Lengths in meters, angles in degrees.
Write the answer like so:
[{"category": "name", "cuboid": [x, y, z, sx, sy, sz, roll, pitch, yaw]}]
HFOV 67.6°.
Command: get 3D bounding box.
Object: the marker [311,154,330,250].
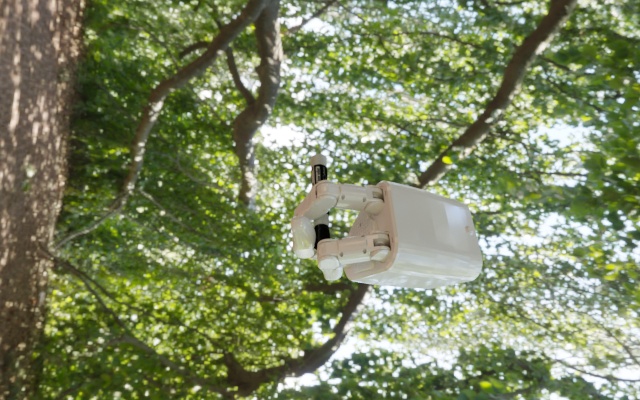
[{"category": "marker", "cuboid": [0.000, 0.002, 0.518, 0.020, 0.121, 0.020, -2, -34, -1]}]
